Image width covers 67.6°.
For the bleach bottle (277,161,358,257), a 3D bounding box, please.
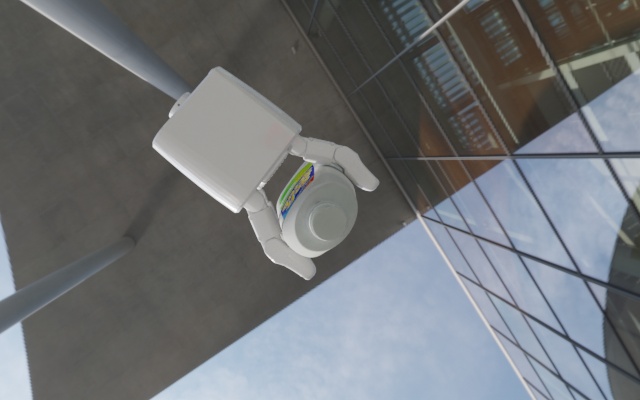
[{"bbox_3d":[0.000,0.002,0.509,0.068,0.102,0.251,38,0,-7],"label":"bleach bottle"}]
